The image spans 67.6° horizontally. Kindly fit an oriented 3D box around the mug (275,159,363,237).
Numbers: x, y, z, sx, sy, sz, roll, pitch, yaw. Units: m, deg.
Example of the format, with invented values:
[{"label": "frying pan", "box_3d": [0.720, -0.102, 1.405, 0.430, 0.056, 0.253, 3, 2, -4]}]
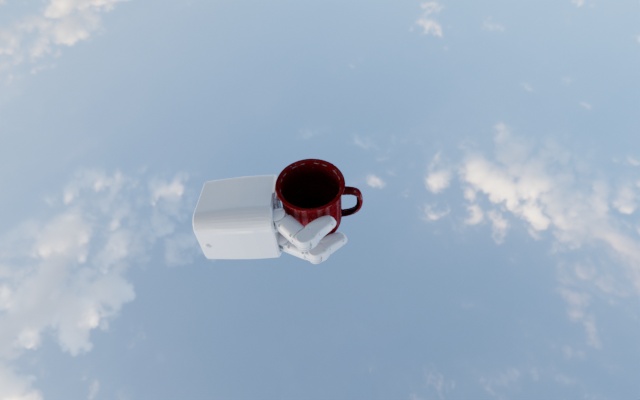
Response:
[{"label": "mug", "box_3d": [0.002, 0.002, 0.663, 0.117, 0.093, 0.082, -3, -39, 1]}]
